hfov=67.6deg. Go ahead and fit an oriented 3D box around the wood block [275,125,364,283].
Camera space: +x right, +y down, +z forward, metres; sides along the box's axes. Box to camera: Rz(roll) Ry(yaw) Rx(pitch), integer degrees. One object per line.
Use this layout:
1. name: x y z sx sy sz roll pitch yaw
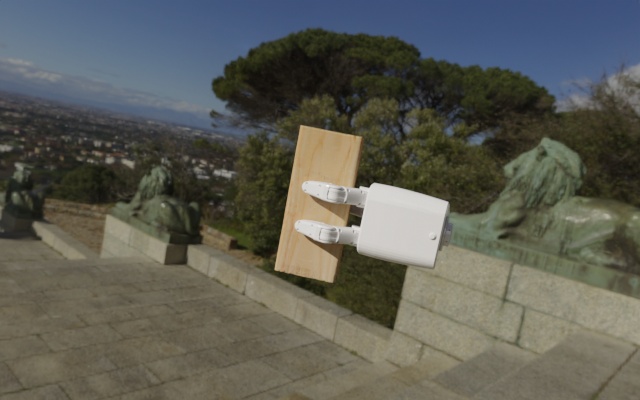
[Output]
1. wood block: 0.001 0.002 0.699 0.090 0.206 0.091 12 7 5
